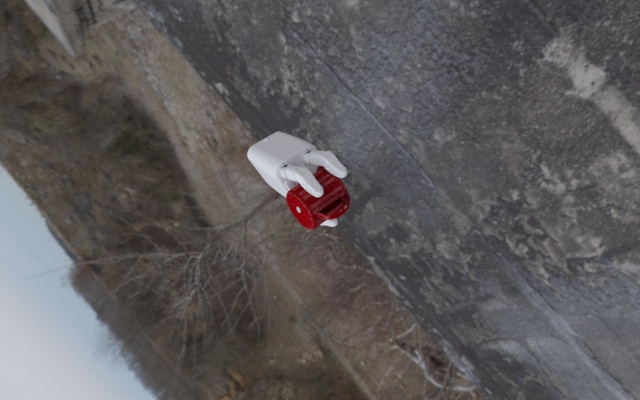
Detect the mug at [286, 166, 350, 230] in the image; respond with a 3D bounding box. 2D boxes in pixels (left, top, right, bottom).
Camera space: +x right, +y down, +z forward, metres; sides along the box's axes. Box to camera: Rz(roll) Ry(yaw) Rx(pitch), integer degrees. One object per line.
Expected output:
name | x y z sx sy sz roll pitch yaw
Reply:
mug | 0.001 0.003 0.842 0.081 0.093 0.117 -35 40 -23
